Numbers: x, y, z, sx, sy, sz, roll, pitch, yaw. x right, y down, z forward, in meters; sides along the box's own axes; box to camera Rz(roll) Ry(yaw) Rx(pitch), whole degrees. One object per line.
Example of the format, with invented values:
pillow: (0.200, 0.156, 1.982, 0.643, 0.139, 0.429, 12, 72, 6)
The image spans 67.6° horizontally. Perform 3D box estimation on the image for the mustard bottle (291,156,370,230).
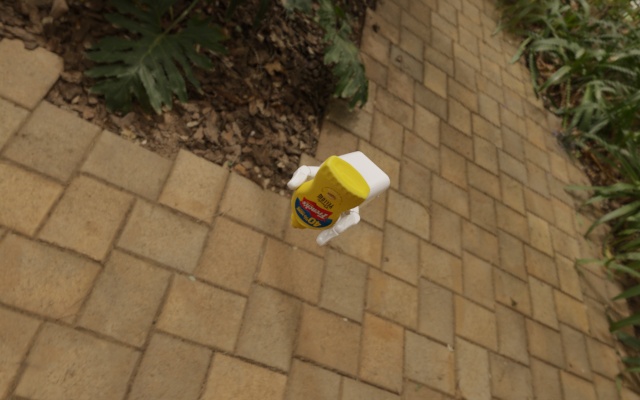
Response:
mustard bottle: (0.000, 0.003, 0.887, 0.192, 0.096, 0.058, -41, 12, 44)
